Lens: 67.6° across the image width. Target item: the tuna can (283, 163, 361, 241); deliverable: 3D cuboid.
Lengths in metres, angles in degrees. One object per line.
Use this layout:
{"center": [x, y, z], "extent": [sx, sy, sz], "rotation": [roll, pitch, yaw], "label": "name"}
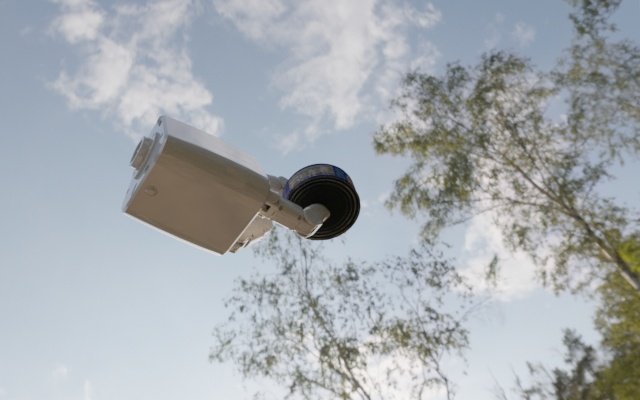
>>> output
{"center": [0.000, 0.001, 0.540], "extent": [0.086, 0.086, 0.033], "rotation": [0, 33, -10], "label": "tuna can"}
